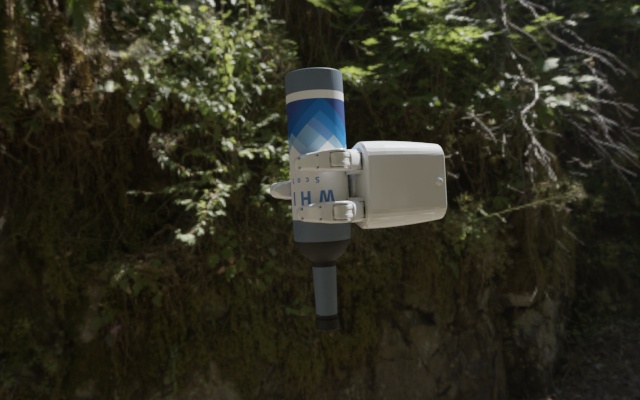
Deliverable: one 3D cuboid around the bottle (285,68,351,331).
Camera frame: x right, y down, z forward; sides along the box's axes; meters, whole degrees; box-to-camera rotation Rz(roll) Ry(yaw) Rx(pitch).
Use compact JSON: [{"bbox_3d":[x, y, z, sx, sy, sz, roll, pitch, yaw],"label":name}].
[{"bbox_3d":[0.000,0.002,0.554,0.069,0.295,0.069,-3,1,0],"label":"bottle"}]
